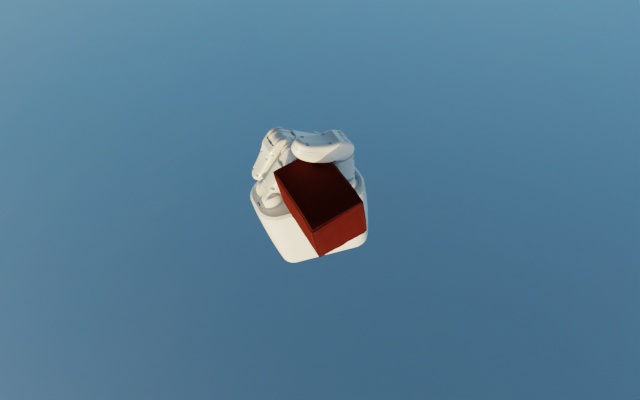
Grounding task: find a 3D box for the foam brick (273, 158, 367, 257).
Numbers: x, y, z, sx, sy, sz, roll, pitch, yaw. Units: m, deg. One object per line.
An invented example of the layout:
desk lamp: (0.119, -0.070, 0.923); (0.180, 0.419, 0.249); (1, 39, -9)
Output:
foam brick: (0.000, 0.002, 0.437); (0.053, 0.078, 0.051); (-28, -34, -10)
